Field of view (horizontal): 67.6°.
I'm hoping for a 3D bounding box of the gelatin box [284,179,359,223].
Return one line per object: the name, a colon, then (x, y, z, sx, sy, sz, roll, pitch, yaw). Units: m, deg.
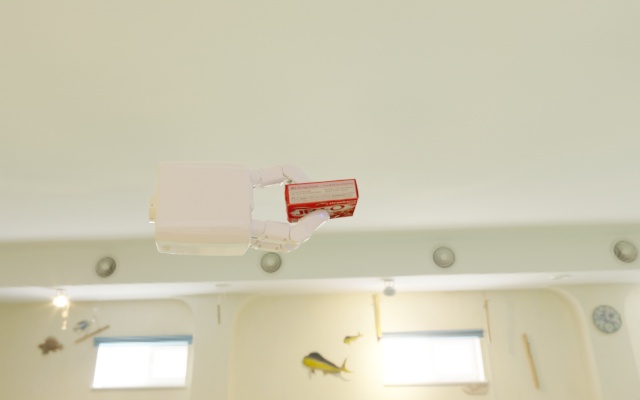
gelatin box: (0.000, 0.002, 0.602, 0.089, 0.030, 0.073, -6, -19, -4)
